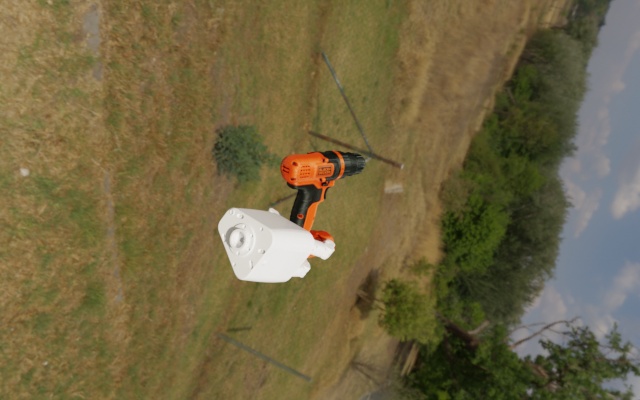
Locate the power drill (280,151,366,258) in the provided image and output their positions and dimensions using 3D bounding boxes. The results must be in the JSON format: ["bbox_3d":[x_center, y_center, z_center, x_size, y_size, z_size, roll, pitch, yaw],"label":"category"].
[{"bbox_3d":[0.000,0.003,0.852,0.184,0.188,0.057,-7,22,-41],"label":"power drill"}]
